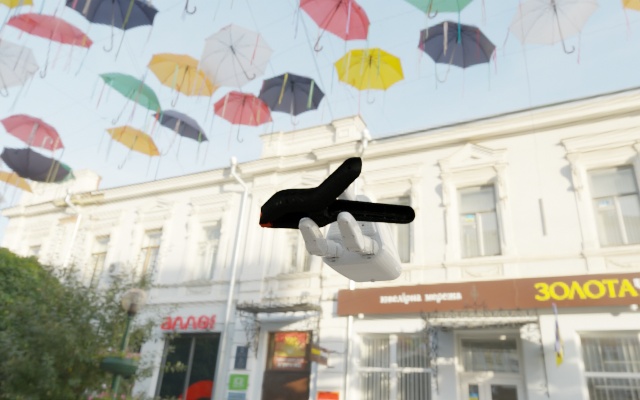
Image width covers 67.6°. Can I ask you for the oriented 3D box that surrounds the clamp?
[{"bbox_3d":[0.000,0.001,0.619,0.210,0.036,0.165,-8,-28,24],"label":"clamp"}]
